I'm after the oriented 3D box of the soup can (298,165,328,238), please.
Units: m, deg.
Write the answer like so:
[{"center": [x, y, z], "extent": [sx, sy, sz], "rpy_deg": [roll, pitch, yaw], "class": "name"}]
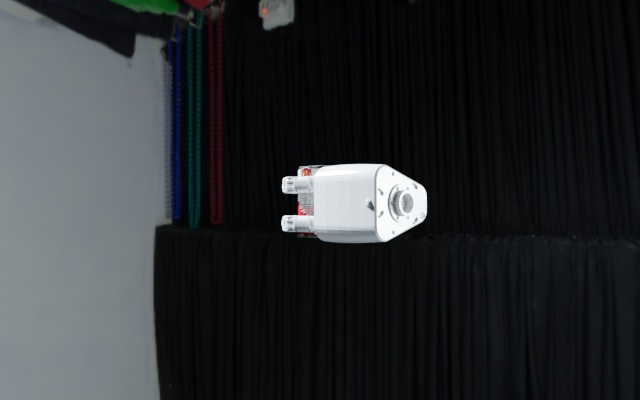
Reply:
[{"center": [0.000, 0.002, 0.702], "extent": [0.068, 0.102, 0.068], "rpy_deg": [0, -1, 0], "class": "soup can"}]
